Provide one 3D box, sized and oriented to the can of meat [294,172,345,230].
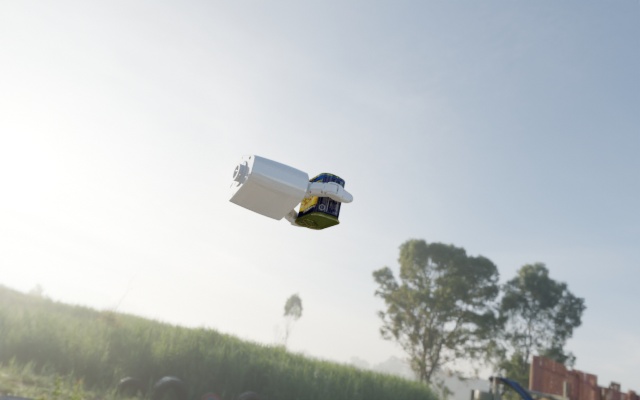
[{"bbox_3d":[0.000,0.003,0.884,0.057,0.084,0.102,19,-20,-23],"label":"can of meat"}]
